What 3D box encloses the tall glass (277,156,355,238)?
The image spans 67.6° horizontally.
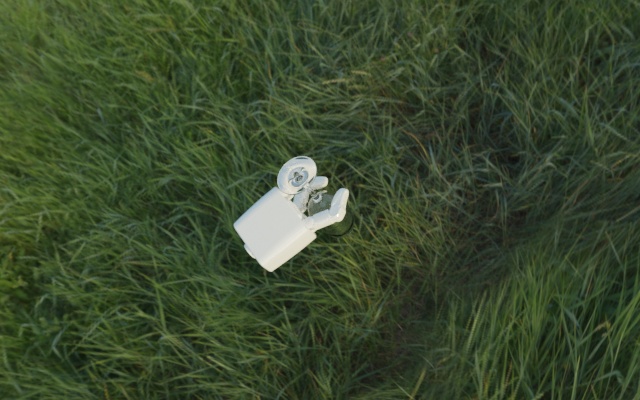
[{"bbox_3d":[0.000,0.003,0.878,0.079,0.079,0.201,0,-27,27],"label":"tall glass"}]
